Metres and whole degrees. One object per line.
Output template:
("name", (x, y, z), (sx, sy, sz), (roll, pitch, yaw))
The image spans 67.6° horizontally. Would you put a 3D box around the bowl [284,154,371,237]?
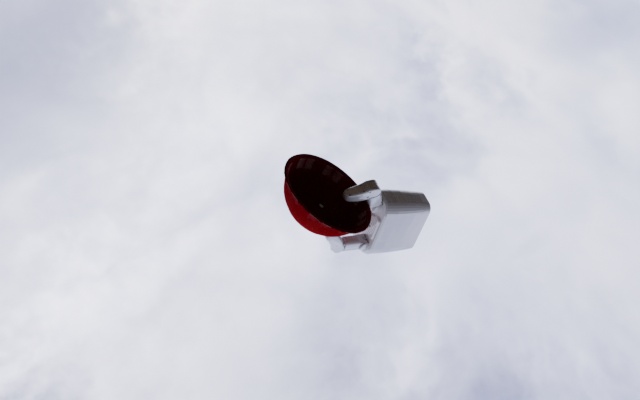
("bowl", (-0.001, 0.002, 0.751), (0.162, 0.162, 0.055), (0, -40, -46))
